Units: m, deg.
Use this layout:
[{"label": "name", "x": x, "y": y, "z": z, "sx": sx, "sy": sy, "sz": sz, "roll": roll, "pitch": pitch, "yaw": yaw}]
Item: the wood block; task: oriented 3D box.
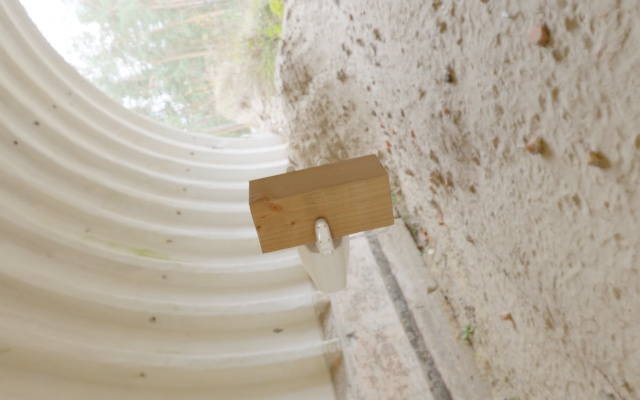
[{"label": "wood block", "x": 0.000, "y": 0.003, "z": 0.741, "sx": 0.206, "sy": 0.090, "sz": 0.090, "roll": -13, "pitch": 28, "yaw": -2}]
